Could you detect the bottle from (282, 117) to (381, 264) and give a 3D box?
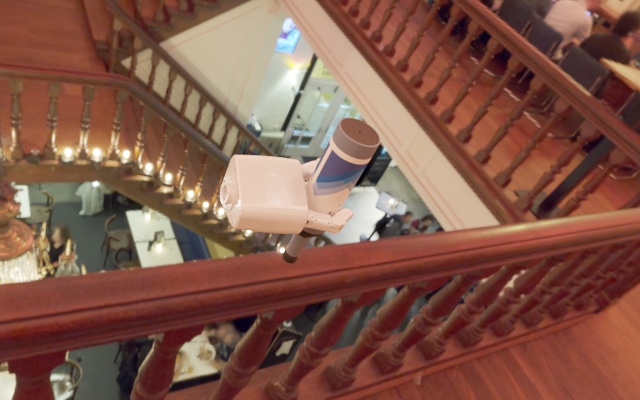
[{"bbox_3d":[0.000,0.002,0.775,0.069,0.069,0.296,0,-43,-32],"label":"bottle"}]
